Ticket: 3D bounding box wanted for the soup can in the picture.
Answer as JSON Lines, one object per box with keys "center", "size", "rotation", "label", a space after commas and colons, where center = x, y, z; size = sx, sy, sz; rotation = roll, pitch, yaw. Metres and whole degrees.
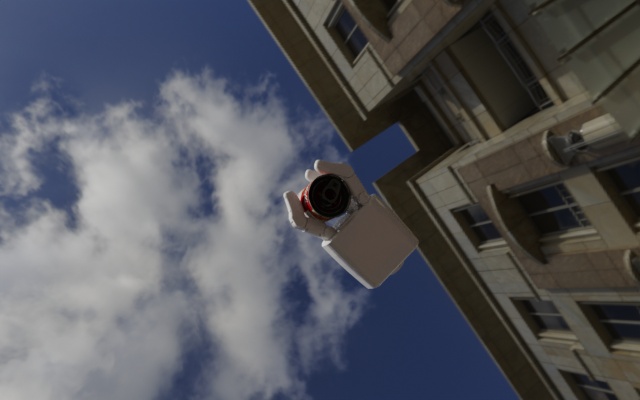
{"center": [0.000, 0.002, 0.760], "size": [0.068, 0.068, 0.102], "rotation": [0, -11, -17], "label": "soup can"}
